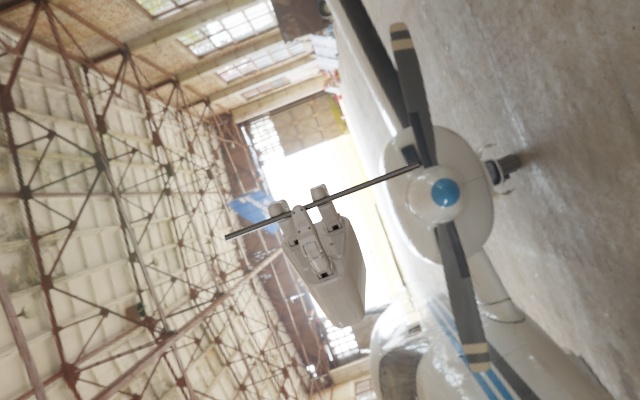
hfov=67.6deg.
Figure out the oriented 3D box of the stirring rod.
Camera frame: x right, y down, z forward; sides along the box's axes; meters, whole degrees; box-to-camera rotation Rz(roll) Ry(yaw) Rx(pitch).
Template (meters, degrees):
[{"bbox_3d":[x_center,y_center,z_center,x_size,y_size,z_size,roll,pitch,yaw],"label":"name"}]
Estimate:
[{"bbox_3d":[0.000,0.002,0.556,0.239,0.011,0.011,-21,-2,4],"label":"stirring rod"}]
